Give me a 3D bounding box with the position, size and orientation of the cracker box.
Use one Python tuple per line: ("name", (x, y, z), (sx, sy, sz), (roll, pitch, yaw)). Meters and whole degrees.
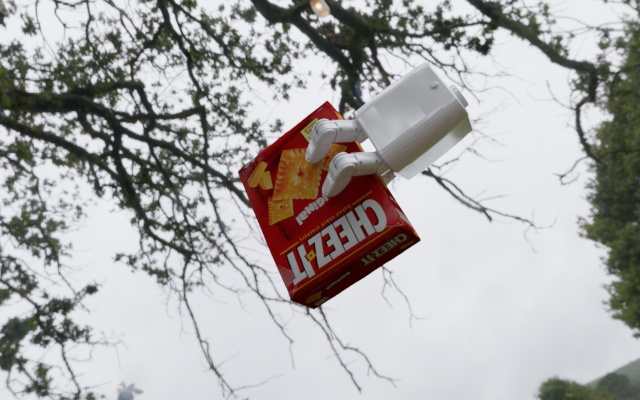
("cracker box", (0.000, 0.002, 0.613), (0.164, 0.213, 0.072), (-35, -33, 13))
